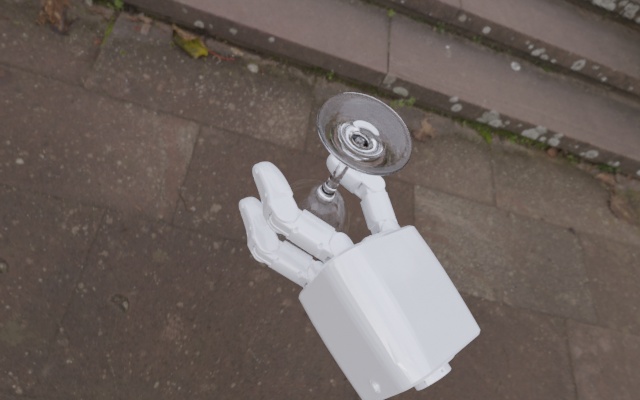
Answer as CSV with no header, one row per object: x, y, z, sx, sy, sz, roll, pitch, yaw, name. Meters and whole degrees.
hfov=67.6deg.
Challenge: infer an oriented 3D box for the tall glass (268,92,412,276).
0.000,0.001,0.421,0.079,0.079,0.201,0,-30,-23,tall glass
